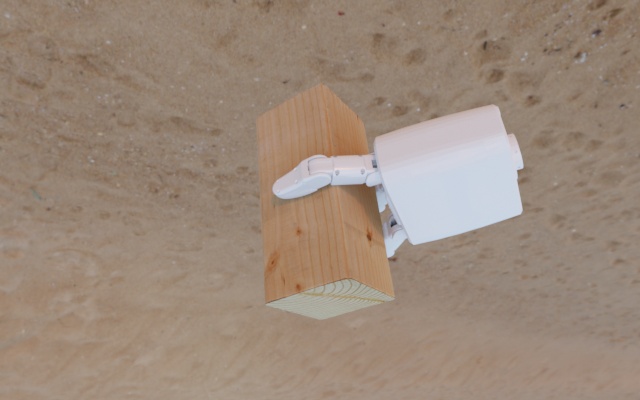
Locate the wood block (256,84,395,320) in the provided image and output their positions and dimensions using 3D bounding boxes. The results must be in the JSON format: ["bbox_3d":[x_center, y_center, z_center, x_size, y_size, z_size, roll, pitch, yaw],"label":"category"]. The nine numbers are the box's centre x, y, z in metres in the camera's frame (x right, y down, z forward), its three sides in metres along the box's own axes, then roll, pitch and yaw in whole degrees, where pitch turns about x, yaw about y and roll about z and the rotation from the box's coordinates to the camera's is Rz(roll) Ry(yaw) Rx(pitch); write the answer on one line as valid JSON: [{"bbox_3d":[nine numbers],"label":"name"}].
[{"bbox_3d":[0.000,0.001,0.480,0.090,0.206,0.091,-22,-32,27],"label":"wood block"}]
